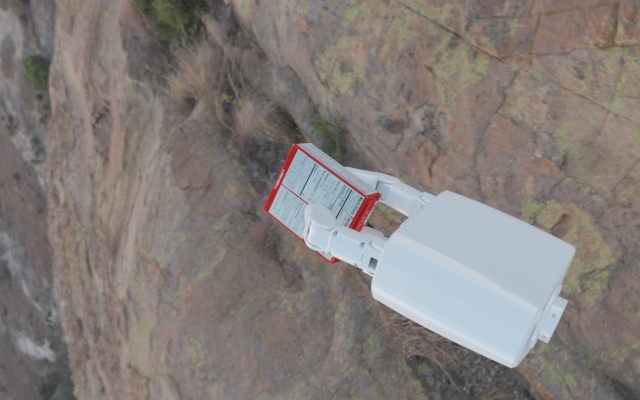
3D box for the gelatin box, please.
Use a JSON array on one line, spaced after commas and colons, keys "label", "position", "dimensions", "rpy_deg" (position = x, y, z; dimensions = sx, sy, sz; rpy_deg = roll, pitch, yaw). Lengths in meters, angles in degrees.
[{"label": "gelatin box", "position": [0.000, 0.001, 0.427], "dimensions": [0.089, 0.073, 0.030], "rpy_deg": [37, 26, 21]}]
